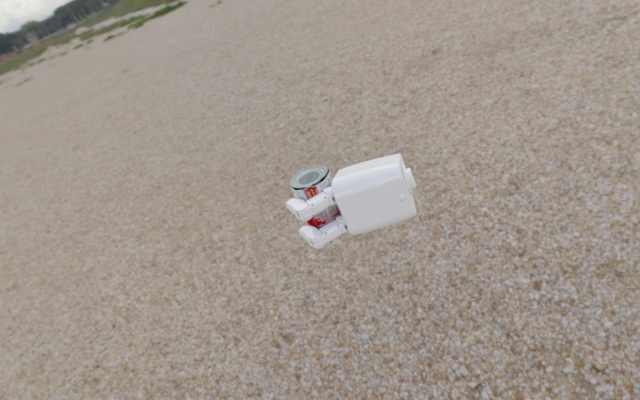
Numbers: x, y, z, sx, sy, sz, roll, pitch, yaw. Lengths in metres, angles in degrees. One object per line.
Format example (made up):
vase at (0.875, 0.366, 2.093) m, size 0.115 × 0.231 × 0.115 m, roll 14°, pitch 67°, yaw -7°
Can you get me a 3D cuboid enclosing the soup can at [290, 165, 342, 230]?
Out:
soup can at (0.000, 0.002, 0.769) m, size 0.068 × 0.102 × 0.068 m, roll -19°, pitch 29°, yaw 11°
